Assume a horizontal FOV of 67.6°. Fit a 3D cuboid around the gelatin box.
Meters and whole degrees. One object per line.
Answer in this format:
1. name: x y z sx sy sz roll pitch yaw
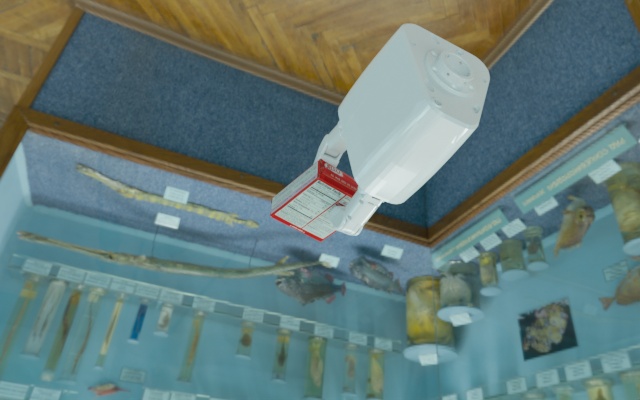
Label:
1. gelatin box: 0.000 0.002 0.518 0.073 0.030 0.089 28 -47 -28
